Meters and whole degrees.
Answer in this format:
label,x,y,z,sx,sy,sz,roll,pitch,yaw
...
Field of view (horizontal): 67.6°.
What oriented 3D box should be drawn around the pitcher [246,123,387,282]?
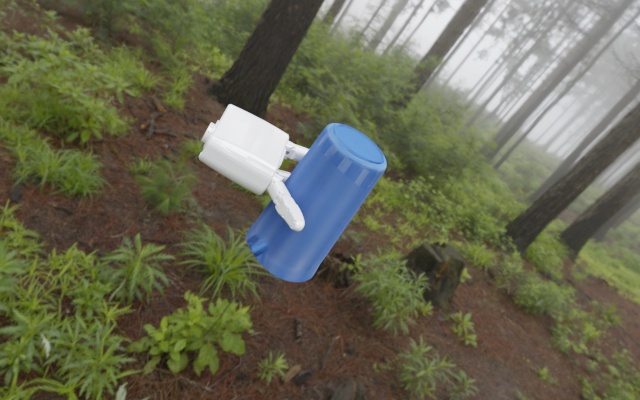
label,x,y,z,sx,sy,sz,roll,pitch,yaw
pitcher,0.000,0.002,0.758,0.145,0.243,0.149,28,28,-15
